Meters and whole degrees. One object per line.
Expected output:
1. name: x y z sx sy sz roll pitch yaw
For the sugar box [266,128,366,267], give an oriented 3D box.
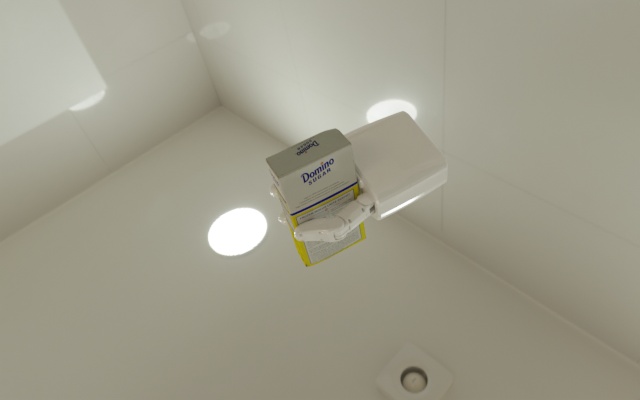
1. sugar box: 0.000 0.002 0.590 0.093 0.176 0.048 -26 47 -12
